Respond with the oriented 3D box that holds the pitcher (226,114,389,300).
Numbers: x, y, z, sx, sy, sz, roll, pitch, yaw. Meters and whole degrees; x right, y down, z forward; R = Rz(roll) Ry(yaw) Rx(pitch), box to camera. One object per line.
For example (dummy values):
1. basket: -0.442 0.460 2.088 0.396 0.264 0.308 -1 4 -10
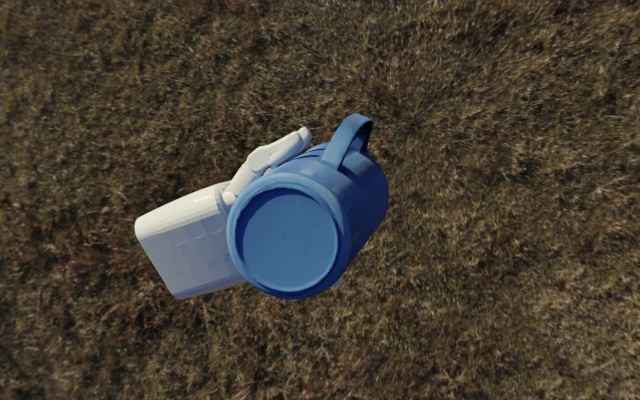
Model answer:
1. pitcher: 0.000 0.002 0.496 0.145 0.149 0.243 -20 5 14
